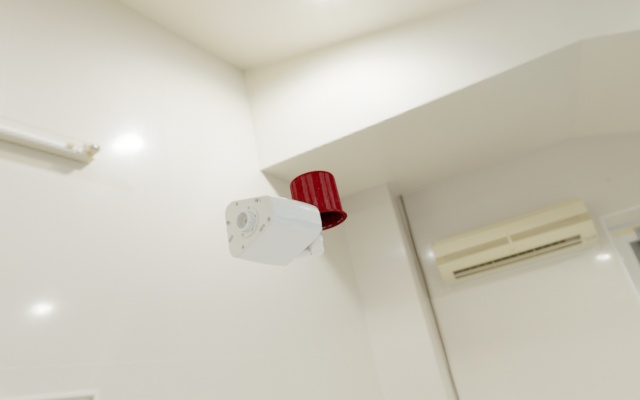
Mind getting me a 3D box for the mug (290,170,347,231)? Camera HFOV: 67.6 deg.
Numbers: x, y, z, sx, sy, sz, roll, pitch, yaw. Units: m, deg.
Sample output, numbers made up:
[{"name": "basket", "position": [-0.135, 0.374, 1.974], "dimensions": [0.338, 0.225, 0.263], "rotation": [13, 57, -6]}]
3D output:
[{"name": "mug", "position": [0.001, 0.003, 0.842], "dimensions": [0.093, 0.081, 0.117], "rotation": [-28, -27, 31]}]
